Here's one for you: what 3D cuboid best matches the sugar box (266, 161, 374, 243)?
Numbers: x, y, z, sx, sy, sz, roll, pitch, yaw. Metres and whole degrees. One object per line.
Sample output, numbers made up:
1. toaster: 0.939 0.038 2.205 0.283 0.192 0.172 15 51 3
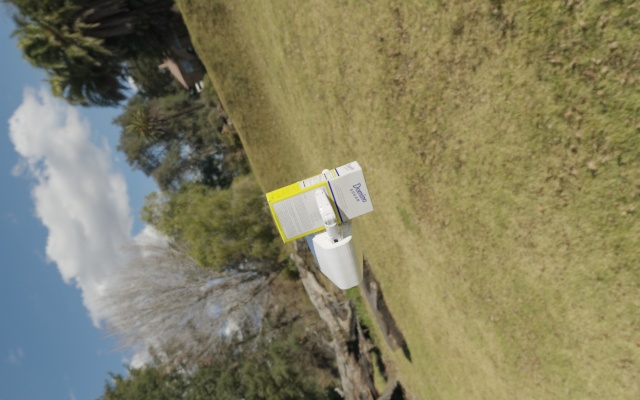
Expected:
1. sugar box: 0.000 0.003 0.868 0.176 0.093 0.048 -21 28 -3
